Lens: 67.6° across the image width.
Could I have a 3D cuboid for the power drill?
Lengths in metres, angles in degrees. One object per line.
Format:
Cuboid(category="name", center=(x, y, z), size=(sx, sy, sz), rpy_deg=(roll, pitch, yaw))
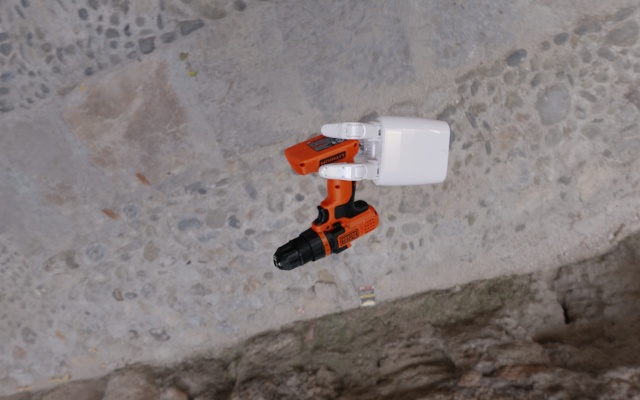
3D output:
Cuboid(category="power drill", center=(0.000, 0.002, 0.706), size=(0.184, 0.188, 0.057), rpy_deg=(-26, 39, -22))
